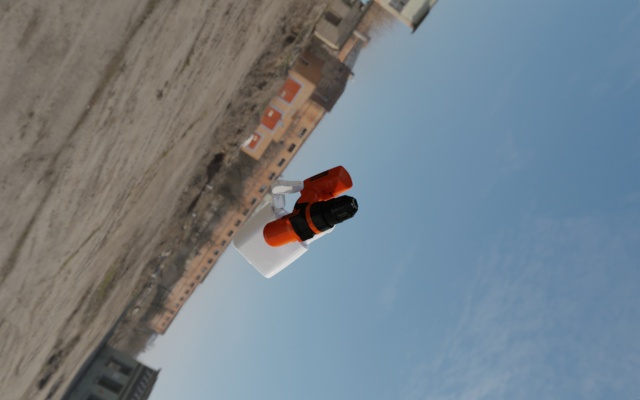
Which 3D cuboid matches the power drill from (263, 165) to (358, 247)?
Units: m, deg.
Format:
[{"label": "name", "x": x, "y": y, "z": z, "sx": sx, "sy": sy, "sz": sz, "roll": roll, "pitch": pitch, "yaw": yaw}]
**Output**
[{"label": "power drill", "x": 0.000, "y": 0.003, "z": 0.862, "sx": 0.184, "sy": 0.057, "sz": 0.187, "roll": -20, "pitch": 18, "yaw": 26}]
